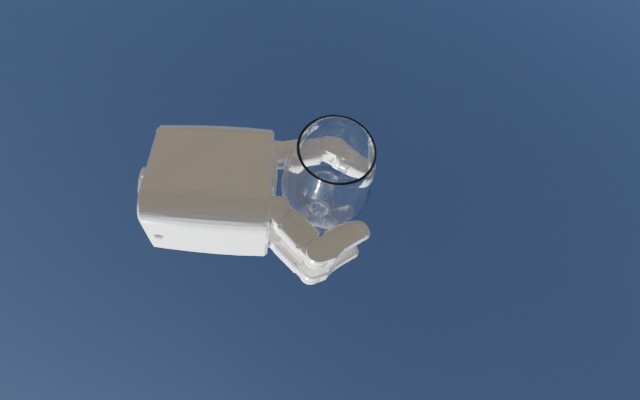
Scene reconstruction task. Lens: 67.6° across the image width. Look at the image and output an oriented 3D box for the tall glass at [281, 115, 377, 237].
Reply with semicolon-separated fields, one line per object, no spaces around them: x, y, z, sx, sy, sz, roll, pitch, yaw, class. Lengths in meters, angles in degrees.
0.000;0.002;0.451;0.079;0.079;0.201;0;-24;-8;tall glass
